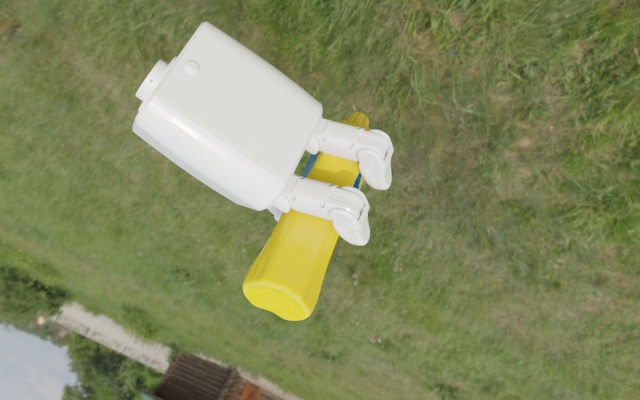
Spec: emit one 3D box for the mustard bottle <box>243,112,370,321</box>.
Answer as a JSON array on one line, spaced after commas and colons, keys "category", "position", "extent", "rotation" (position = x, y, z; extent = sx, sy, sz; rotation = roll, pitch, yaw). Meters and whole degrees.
[{"category": "mustard bottle", "position": [0.000, 0.002, 0.406], "extent": [0.058, 0.191, 0.096], "rotation": [24, -25, 1]}]
